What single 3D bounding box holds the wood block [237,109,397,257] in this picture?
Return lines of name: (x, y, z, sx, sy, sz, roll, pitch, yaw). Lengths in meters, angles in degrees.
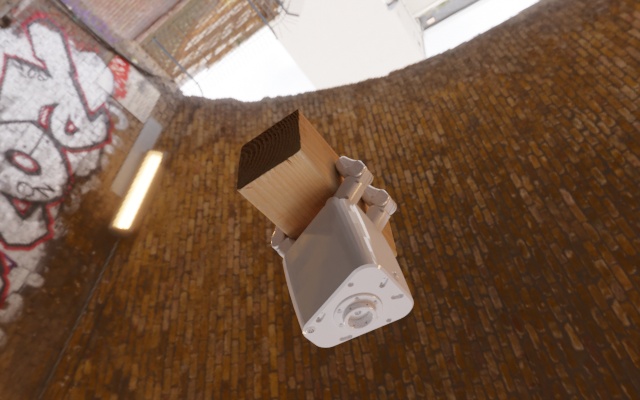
wood block: (0.000, 0.002, 0.595, 0.091, 0.090, 0.206, -30, -54, 19)
